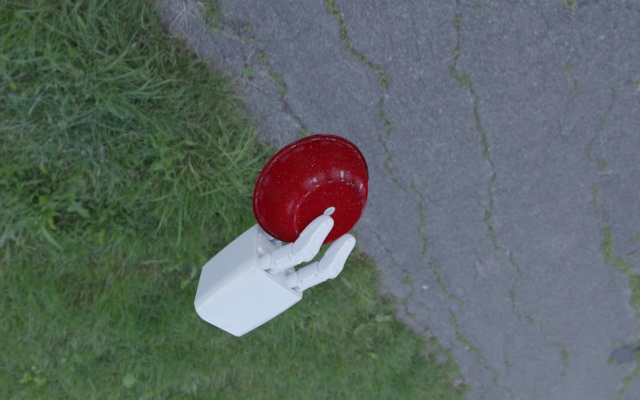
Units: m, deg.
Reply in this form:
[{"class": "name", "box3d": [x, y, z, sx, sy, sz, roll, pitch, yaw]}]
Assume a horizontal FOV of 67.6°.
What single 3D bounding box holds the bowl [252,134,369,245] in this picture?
[{"class": "bowl", "box3d": [0.001, 0.001, 0.593, 0.162, 0.162, 0.055, 0, 31, -28]}]
